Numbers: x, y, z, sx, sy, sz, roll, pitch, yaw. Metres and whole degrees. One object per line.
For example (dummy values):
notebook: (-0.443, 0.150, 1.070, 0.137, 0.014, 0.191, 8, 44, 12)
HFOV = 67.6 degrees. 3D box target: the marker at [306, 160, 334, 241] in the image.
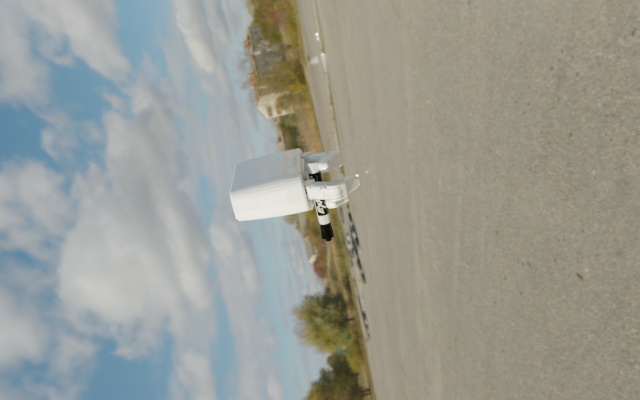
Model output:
marker: (0.000, 0.002, 0.692, 0.020, 0.121, 0.020, -11, 15, 3)
